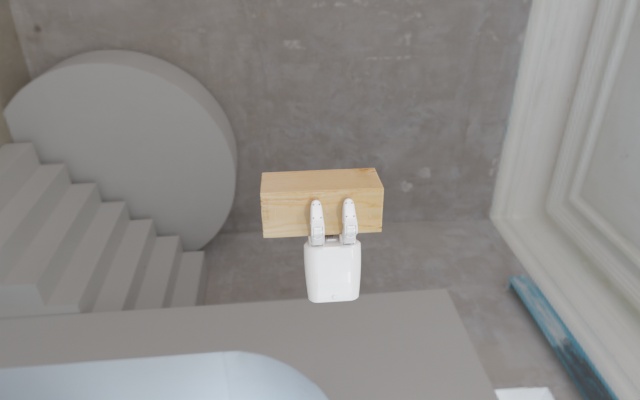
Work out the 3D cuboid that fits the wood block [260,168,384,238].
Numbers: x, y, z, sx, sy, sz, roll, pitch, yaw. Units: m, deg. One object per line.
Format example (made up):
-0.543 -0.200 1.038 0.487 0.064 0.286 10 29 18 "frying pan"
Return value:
0.000 0.003 0.848 0.206 0.090 0.090 -3 27 -4 "wood block"
